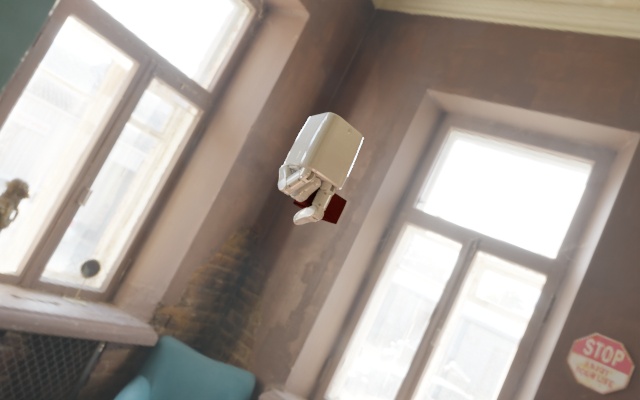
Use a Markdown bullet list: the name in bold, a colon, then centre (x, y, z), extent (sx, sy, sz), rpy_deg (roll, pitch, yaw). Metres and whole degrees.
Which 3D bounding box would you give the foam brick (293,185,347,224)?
- **foam brick**: centre (0.000, 0.003, 0.888), extent (0.078, 0.051, 0.053), rpy_deg (32, -10, -40)
